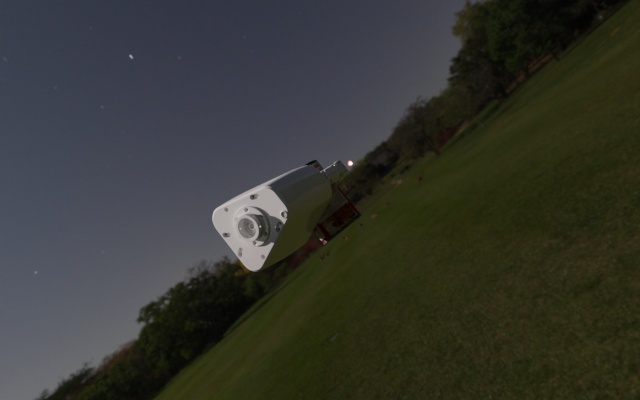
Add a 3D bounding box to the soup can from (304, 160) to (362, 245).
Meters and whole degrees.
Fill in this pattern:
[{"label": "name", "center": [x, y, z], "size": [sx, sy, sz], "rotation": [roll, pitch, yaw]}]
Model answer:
[{"label": "soup can", "center": [0.000, 0.002, 0.674], "size": [0.068, 0.102, 0.068], "rotation": [-38, -5, -4]}]
